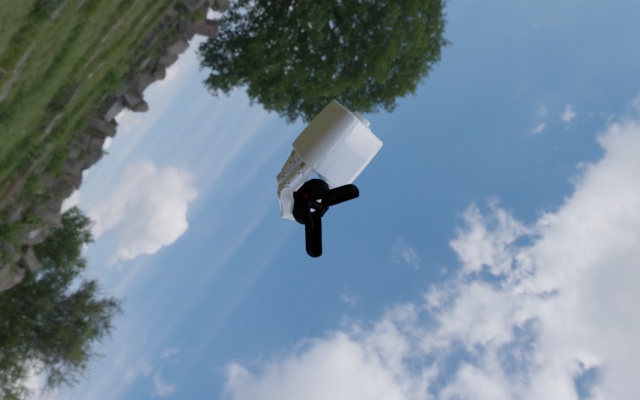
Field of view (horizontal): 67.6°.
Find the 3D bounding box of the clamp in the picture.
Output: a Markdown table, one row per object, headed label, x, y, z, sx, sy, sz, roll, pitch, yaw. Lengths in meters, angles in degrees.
| label | x | y | z | sx | sy | sz | roll | pitch | yaw |
| --- | --- | --- | --- | --- | --- | --- | --- | --- | --- |
| clamp | 0.000 | 0.003 | 0.745 | 0.039 | 0.120 | 0.171 | 36 | 11 | -30 |
